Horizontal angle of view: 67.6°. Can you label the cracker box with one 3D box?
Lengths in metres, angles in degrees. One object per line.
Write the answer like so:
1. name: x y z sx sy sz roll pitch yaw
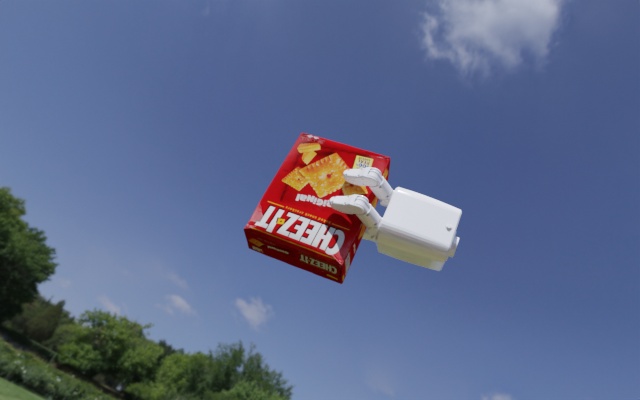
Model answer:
1. cracker box: 0.000 0.002 0.766 0.164 0.213 0.072 19 -31 15
